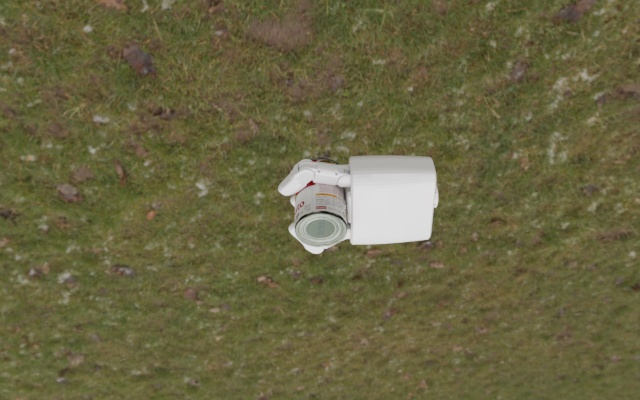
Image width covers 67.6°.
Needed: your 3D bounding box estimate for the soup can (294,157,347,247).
[{"bbox_3d":[0.000,0.002,0.625,0.068,0.102,0.069,-1,-44,-1],"label":"soup can"}]
